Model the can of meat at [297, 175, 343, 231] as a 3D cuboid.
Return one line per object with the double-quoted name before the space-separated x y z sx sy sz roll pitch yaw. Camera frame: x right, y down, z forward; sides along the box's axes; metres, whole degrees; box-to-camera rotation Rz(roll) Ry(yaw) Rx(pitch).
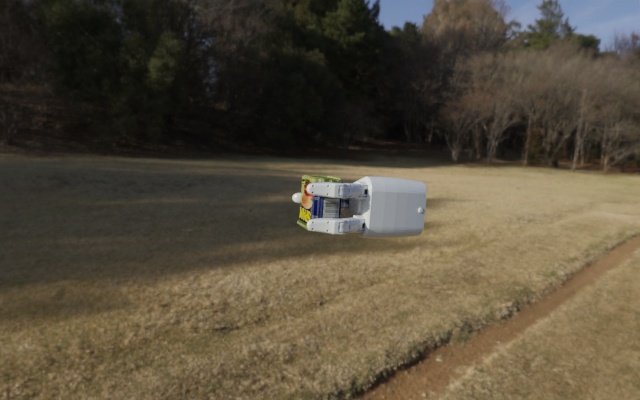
"can of meat" 0.000 0.002 0.782 0.057 0.084 0.102 3 6 -16
